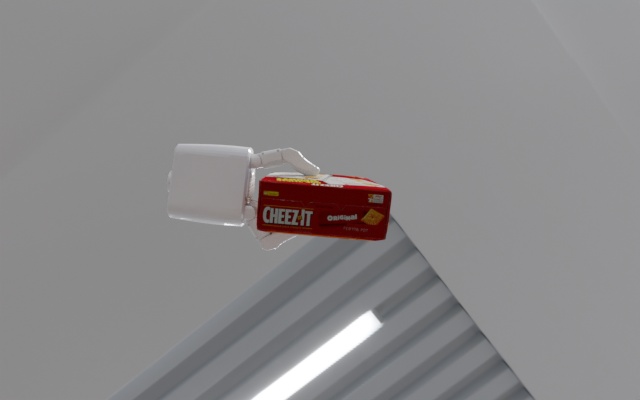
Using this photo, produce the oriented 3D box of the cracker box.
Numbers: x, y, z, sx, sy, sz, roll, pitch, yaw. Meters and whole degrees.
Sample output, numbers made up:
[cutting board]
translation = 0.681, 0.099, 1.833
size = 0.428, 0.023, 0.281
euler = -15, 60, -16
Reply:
[cracker box]
translation = 0.000, 0.002, 0.684
size = 0.164, 0.072, 0.213
euler = 4, 7, -2
